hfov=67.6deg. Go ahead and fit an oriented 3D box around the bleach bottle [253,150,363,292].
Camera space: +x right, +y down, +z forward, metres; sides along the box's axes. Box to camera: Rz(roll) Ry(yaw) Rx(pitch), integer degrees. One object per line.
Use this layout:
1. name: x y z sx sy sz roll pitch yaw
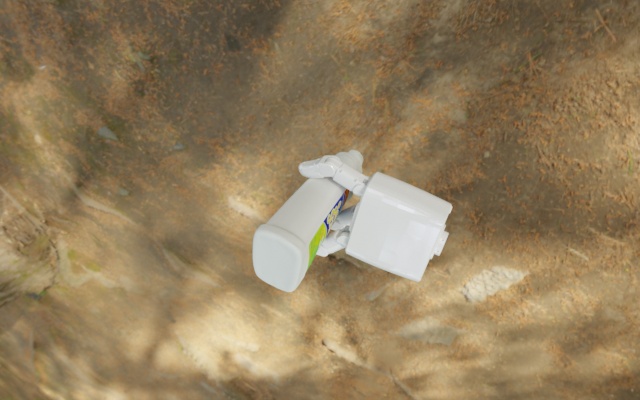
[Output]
1. bleach bottle: 0.000 0.002 0.652 0.068 0.103 0.250 24 46 13
